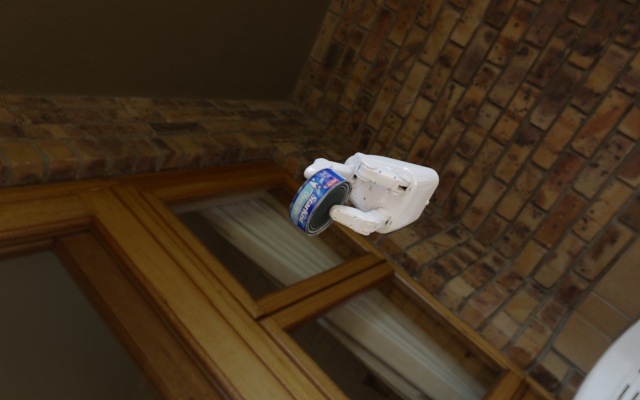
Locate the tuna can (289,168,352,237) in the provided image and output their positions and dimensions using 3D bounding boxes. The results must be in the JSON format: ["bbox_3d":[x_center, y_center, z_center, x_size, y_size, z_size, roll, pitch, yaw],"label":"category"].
[{"bbox_3d":[0.000,0.002,0.604,0.033,0.086,0.086,38,15,21],"label":"tuna can"}]
